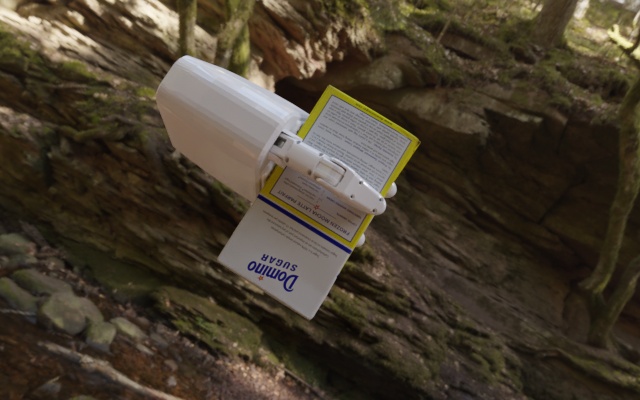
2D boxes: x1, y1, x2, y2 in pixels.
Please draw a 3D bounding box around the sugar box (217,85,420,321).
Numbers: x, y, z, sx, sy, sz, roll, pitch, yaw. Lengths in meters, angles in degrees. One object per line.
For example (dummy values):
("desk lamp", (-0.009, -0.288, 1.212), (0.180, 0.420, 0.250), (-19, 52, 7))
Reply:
("sugar box", (0.000, 0.001, 0.409), (0.093, 0.176, 0.048), (32, -5, 6))
